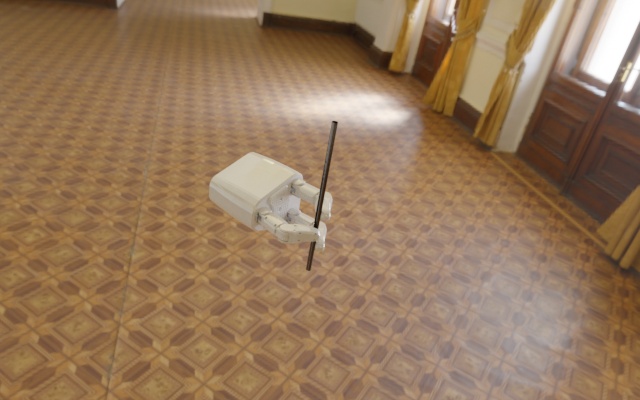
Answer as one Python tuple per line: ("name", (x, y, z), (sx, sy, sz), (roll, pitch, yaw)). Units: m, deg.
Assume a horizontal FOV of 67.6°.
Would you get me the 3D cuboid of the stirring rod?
("stirring rod", (0.000, 0.002, 0.674), (0.011, 0.240, 0.011), (8, 29, -4))
